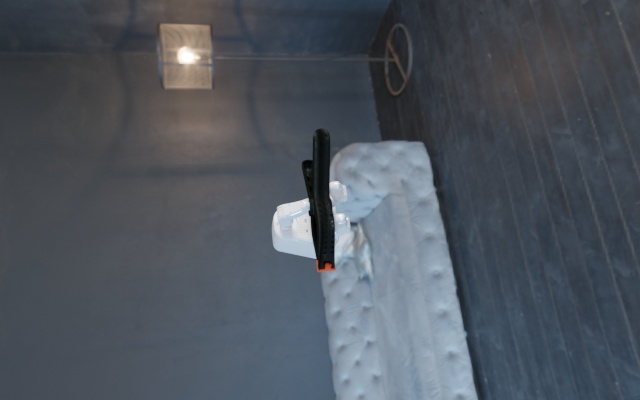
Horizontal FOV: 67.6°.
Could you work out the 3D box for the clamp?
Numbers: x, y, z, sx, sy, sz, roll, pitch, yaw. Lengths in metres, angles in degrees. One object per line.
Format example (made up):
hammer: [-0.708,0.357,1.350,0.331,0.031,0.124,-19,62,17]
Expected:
clamp: [-0.001,0.003,0.740,0.036,0.210,0.165,-4,-19,-9]
